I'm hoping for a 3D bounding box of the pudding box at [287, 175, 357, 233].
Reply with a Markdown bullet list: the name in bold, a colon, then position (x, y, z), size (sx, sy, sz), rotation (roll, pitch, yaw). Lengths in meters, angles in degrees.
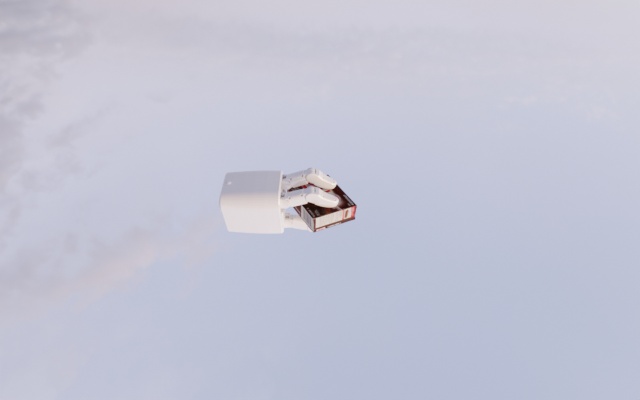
- **pudding box**: position (0.000, 0.003, 0.879), size (0.090, 0.039, 0.113), rotation (-17, 44, -23)
